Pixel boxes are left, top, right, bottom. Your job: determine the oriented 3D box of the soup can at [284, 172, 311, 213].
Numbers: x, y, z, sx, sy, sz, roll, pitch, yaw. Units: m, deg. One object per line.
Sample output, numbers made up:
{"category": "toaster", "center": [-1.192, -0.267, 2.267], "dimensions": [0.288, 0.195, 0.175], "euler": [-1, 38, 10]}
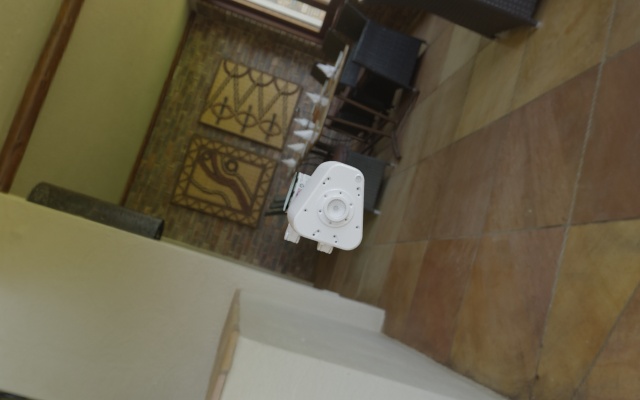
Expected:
{"category": "soup can", "center": [0.000, 0.002, 0.747], "dimensions": [0.102, 0.068, 0.068], "euler": [18, -3, -7]}
